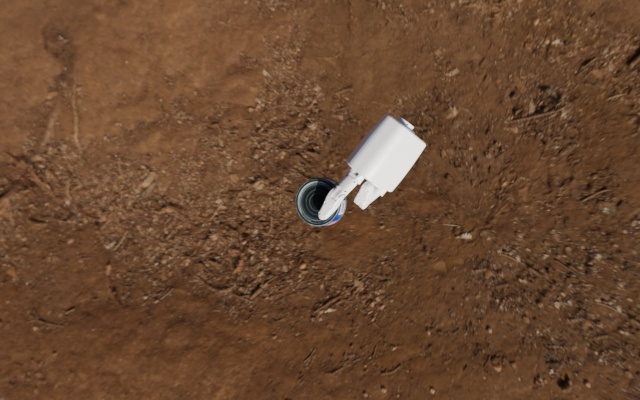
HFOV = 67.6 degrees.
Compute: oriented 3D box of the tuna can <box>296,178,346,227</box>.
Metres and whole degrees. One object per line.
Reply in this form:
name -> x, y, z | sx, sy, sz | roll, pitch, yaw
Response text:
tuna can -> 0.000, 0.003, 0.838 | 0.086, 0.086, 0.034 | 0, 2, 21
